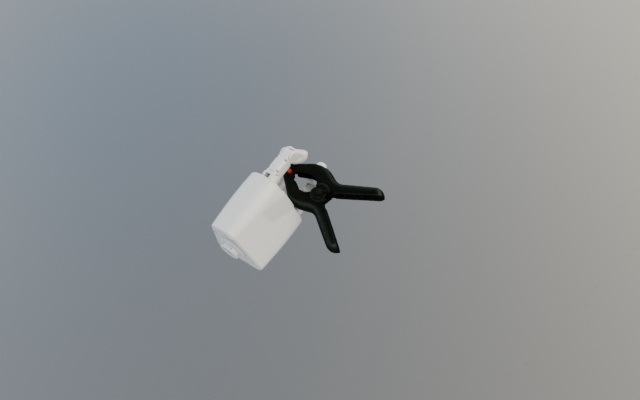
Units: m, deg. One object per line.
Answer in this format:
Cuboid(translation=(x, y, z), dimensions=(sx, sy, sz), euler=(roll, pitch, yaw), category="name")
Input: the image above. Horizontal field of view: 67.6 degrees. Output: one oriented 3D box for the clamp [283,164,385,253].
Cuboid(translation=(0.000, 0.002, 0.743), dimensions=(0.171, 0.120, 0.039), euler=(26, -21, 25), category="clamp")
